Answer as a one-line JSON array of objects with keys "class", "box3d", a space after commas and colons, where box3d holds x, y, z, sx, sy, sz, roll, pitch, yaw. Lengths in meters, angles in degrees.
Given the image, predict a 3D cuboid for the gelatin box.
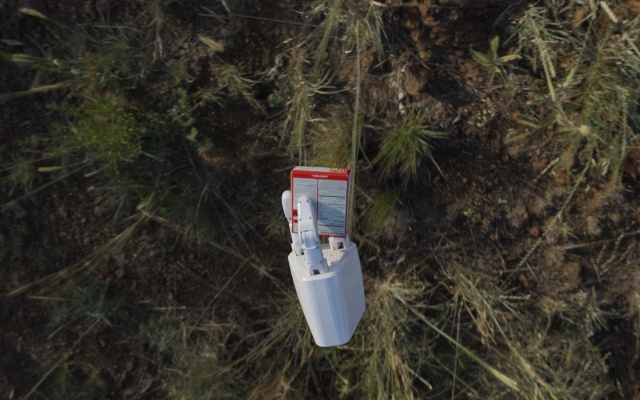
[{"class": "gelatin box", "box3d": [0.000, 0.002, 0.621, 0.073, 0.089, 0.030, 4, 21, 8]}]
